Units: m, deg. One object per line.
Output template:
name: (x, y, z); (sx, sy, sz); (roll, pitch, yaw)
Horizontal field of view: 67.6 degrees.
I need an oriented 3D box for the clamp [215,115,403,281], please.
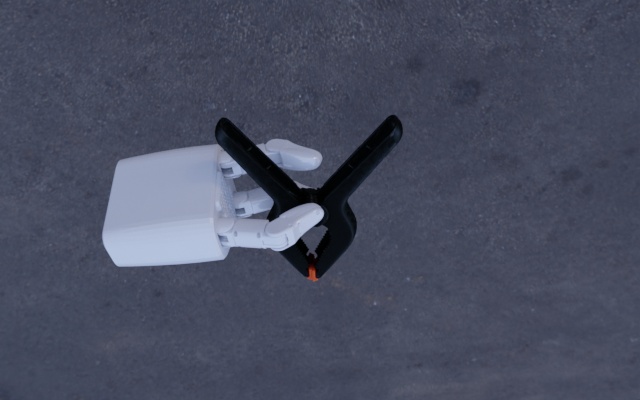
clamp: (0.000, 0.003, 0.476); (0.164, 0.210, 0.036); (-5, 41, 4)
